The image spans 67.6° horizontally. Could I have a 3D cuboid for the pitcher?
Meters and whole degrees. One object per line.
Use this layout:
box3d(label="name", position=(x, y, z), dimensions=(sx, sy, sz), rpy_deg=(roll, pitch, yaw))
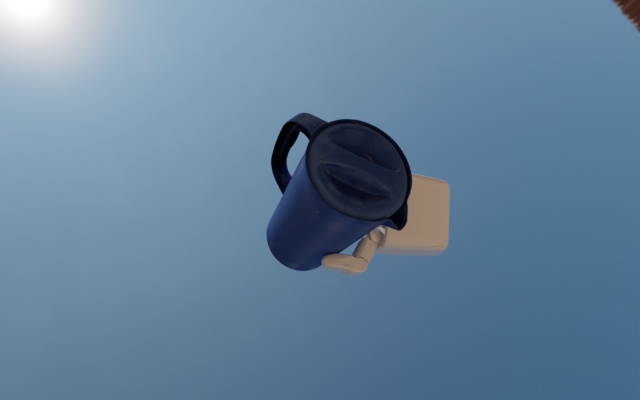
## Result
box3d(label="pitcher", position=(0.000, 0.002, 0.639), dimensions=(0.145, 0.149, 0.243), rpy_deg=(6, -27, -20))
